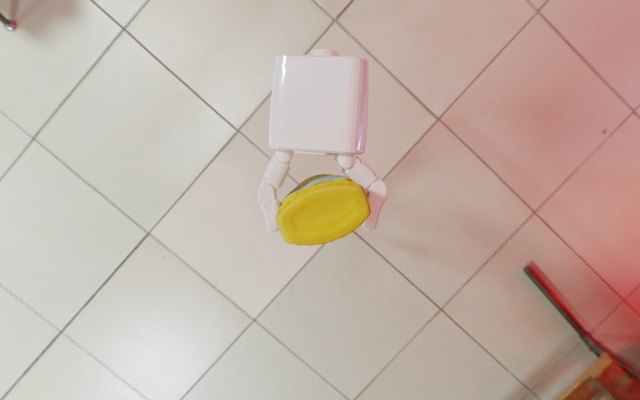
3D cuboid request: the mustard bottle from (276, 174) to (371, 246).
[{"bbox_3d":[0.000,0.002,0.569,0.096,0.058,0.191,-21,8,1],"label":"mustard bottle"}]
